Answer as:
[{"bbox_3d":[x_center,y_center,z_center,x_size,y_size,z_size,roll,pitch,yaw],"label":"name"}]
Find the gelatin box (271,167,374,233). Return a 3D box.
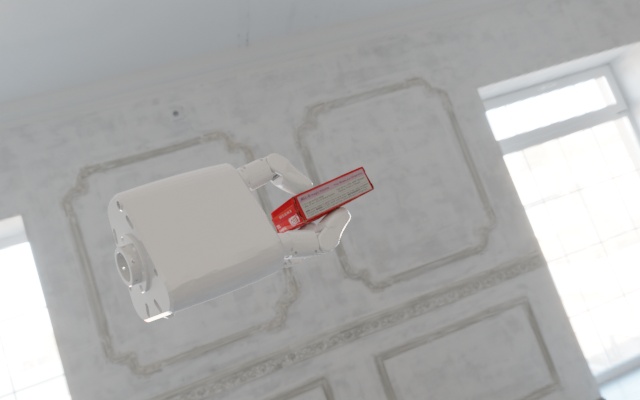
[{"bbox_3d":[0.000,0.001,0.497,0.089,0.030,0.073,-26,-2,-27],"label":"gelatin box"}]
